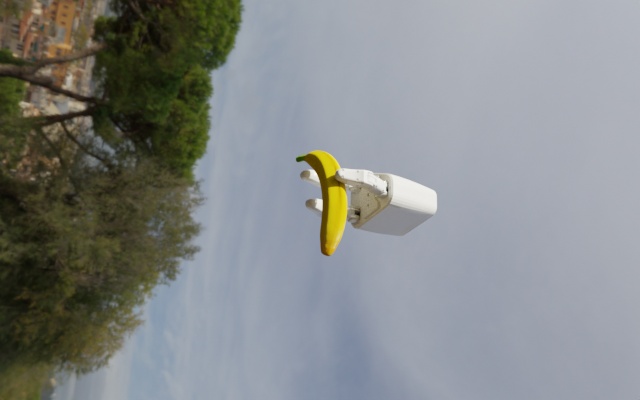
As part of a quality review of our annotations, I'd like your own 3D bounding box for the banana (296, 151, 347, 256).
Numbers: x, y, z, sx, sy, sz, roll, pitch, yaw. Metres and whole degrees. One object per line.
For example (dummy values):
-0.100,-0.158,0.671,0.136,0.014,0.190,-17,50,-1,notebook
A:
0.010,-0.011,0.729,0.037,0.197,0.070,17,-47,-35,banana
